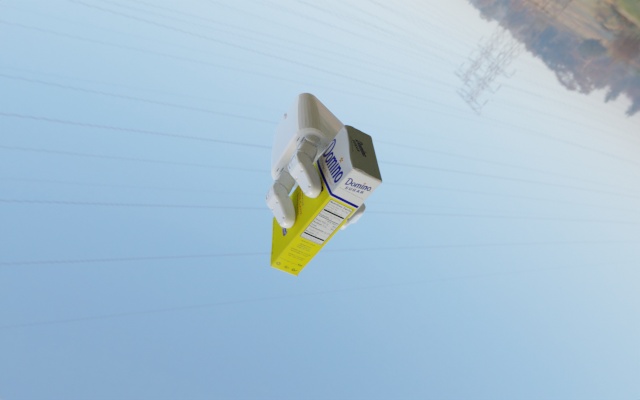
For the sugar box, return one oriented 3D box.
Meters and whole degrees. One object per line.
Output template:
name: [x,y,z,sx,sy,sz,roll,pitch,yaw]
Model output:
sugar box: [0.000,0.002,0.574,0.048,0.176,0.093,23,35,-21]
